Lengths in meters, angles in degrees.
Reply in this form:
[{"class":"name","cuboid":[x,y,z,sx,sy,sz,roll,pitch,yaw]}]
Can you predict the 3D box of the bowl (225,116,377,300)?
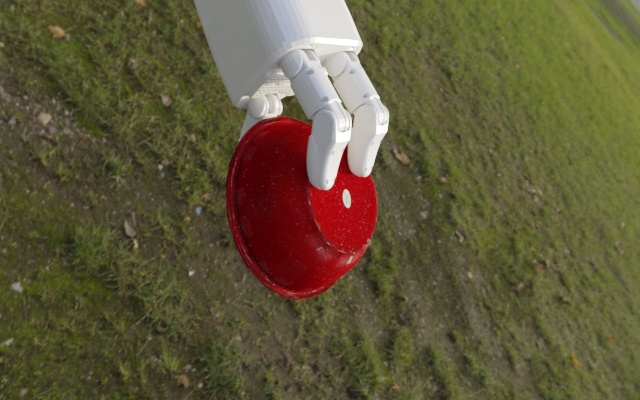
[{"class":"bowl","cuboid":[0.001,0.002,0.404,0.055,0.162,0.162,-11,-7,39]}]
